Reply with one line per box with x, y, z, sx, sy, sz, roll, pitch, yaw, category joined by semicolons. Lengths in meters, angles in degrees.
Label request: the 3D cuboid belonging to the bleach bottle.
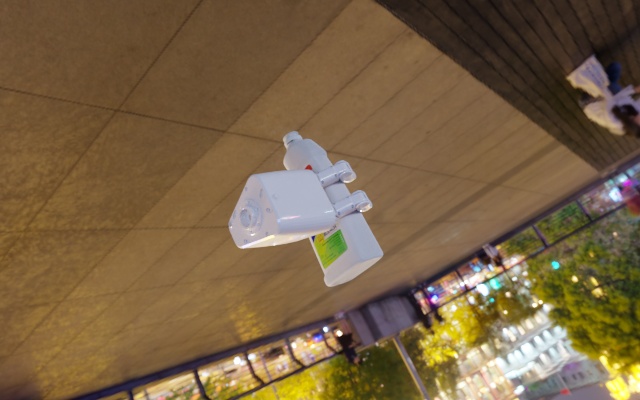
0.000;0.002;0.763;0.068;0.250;0.103;-7;-28;-45;bleach bottle
